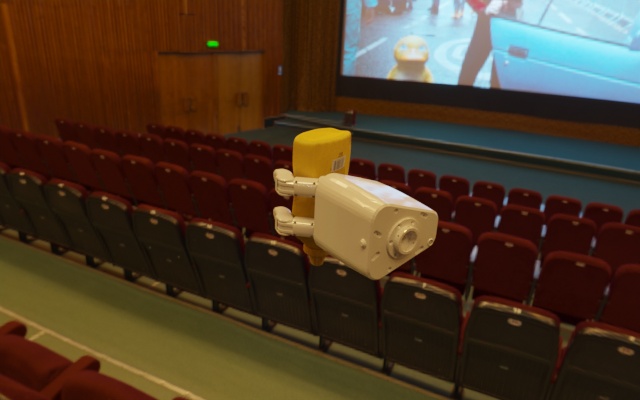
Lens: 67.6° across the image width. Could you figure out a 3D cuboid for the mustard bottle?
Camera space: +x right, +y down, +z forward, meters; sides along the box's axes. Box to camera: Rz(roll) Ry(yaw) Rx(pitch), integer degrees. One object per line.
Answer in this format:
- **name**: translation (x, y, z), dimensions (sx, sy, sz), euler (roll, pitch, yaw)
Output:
- **mustard bottle**: translation (0.000, 0.002, 0.656), dimensions (0.058, 0.192, 0.096), euler (15, 24, 29)
